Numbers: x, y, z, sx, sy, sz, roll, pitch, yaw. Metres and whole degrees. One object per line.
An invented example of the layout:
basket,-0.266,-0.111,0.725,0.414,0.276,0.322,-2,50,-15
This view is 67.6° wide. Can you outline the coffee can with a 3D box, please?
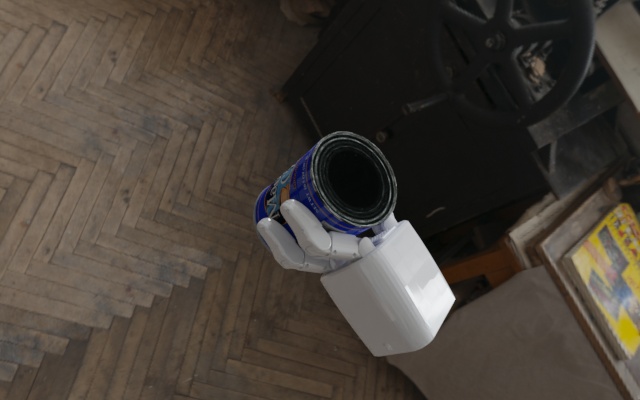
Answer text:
coffee can,0.000,0.002,0.524,0.103,0.102,0.140,0,-20,-32
